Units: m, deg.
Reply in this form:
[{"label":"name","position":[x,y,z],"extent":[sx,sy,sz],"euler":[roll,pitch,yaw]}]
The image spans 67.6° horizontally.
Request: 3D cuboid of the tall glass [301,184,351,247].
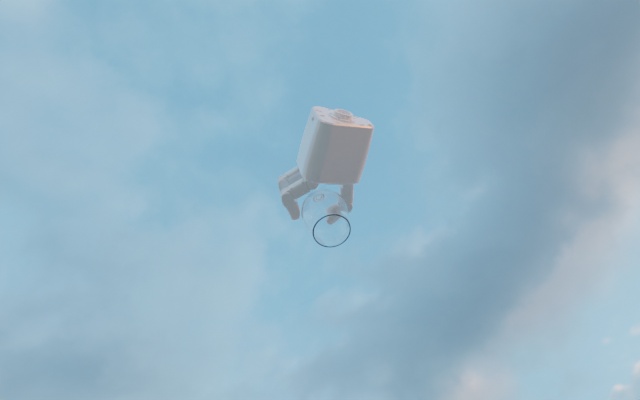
[{"label":"tall glass","position":[0.000,0.003,0.839],"extent":[0.079,0.079,0.201],"euler":[0,28,-12]}]
